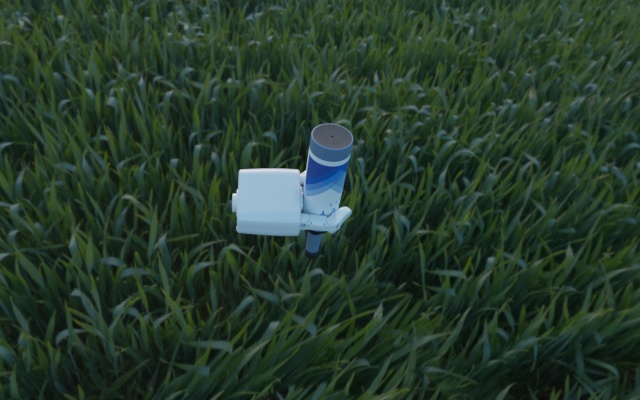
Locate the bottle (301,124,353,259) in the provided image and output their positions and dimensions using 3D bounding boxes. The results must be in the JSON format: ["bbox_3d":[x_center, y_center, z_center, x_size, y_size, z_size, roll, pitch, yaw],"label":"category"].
[{"bbox_3d":[0.000,0.003,0.845,0.069,0.069,0.296,0,-44,-10],"label":"bottle"}]
